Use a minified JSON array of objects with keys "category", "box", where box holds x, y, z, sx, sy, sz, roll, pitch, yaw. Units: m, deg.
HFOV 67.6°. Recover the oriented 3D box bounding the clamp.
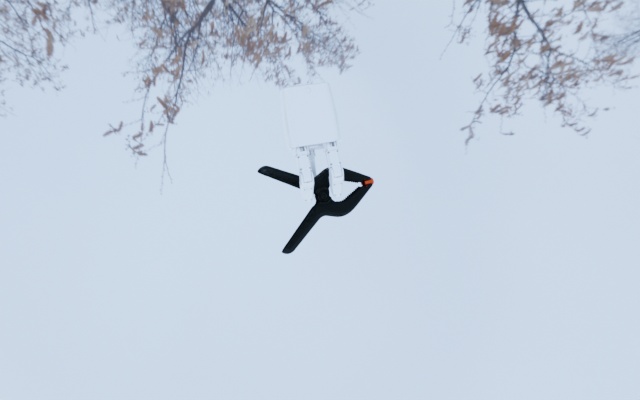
[{"category":"clamp","box":[0.000,0.003,0.883,0.210,0.164,0.036,-10,4,-13]}]
